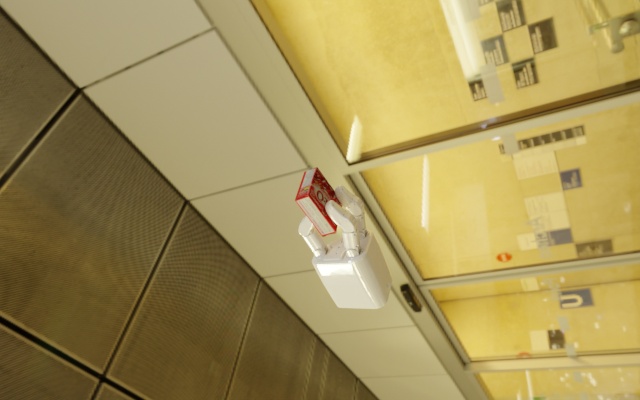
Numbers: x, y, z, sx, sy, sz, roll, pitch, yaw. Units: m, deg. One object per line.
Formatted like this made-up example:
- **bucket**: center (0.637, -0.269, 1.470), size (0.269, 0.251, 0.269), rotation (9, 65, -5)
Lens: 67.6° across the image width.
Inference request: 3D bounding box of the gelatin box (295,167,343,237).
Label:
- **gelatin box**: center (0.000, 0.002, 0.776), size (0.030, 0.089, 0.073), rotation (-19, 34, 28)
